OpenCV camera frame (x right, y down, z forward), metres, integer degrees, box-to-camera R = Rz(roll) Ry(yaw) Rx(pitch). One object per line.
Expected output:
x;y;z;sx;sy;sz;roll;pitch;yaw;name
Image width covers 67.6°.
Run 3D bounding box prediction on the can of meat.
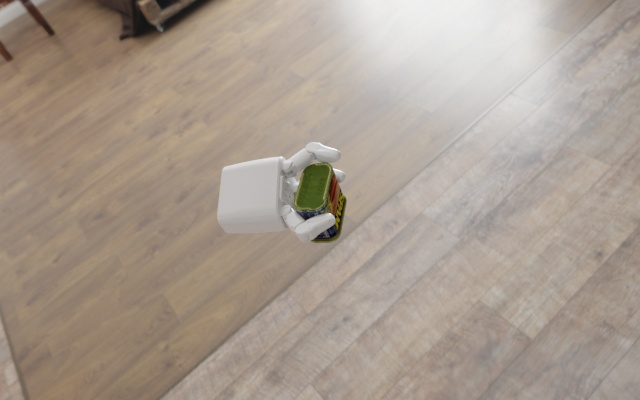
0.000;0.002;0.760;0.057;0.102;0.084;-3;-40;19;can of meat
